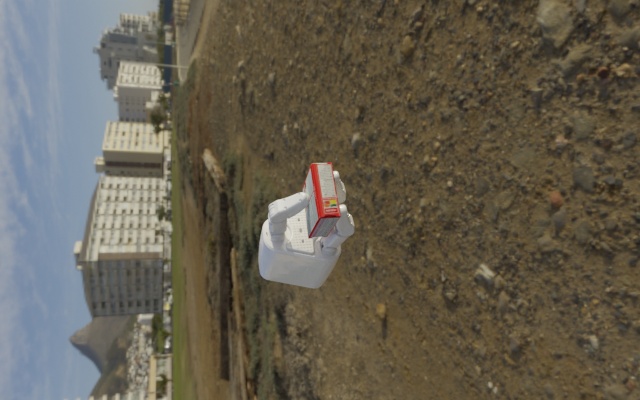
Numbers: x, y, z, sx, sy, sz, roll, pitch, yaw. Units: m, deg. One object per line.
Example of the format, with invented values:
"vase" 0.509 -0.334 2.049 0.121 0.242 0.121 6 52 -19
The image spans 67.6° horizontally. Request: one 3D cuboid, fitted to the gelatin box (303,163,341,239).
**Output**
"gelatin box" 0.000 0.002 0.619 0.030 0.073 0.089 -4 -20 -12
